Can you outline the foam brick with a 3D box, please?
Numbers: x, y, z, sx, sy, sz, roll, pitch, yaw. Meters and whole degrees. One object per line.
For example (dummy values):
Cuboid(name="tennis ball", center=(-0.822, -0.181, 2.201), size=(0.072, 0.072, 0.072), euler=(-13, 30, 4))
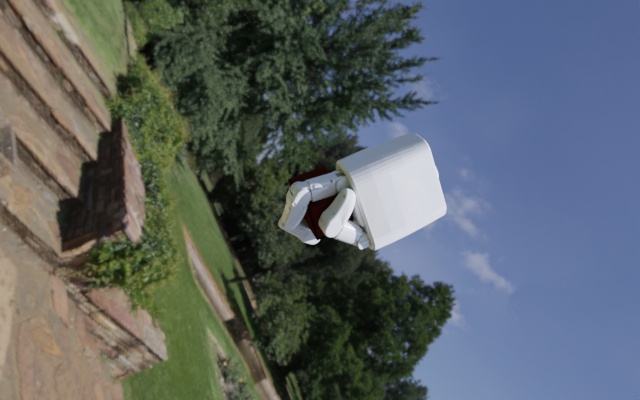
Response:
Cuboid(name="foam brick", center=(0.000, 0.002, 0.600), size=(0.051, 0.053, 0.078), euler=(-24, 36, -9))
